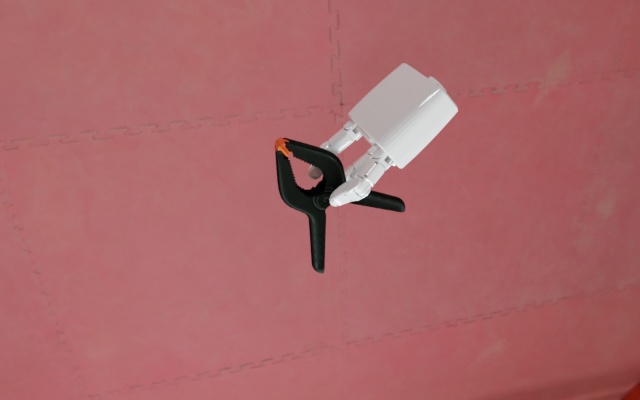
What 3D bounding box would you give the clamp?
[{"bbox_3d":[0.000,0.002,0.664,0.210,0.164,0.036,42,8,-27],"label":"clamp"}]
